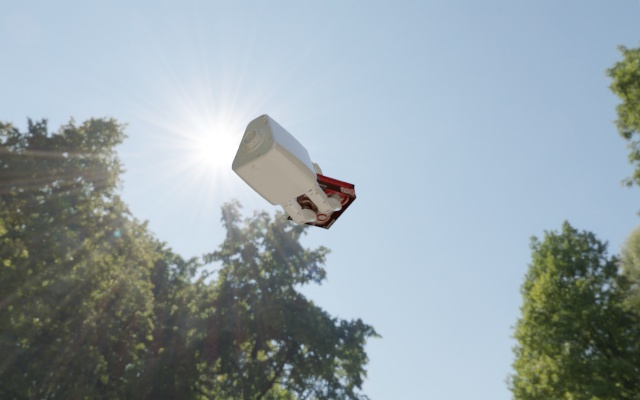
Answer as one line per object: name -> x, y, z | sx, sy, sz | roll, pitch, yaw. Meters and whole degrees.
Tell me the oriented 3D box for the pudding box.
pudding box -> 0.000, 0.003, 0.881 | 0.090, 0.039, 0.113 | 16, -40, -22
